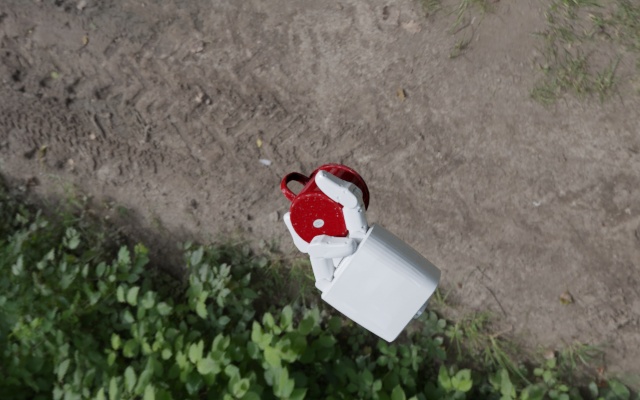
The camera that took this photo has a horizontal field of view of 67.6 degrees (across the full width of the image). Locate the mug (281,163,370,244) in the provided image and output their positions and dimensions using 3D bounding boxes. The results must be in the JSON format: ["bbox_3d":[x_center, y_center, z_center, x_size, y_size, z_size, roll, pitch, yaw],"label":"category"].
[{"bbox_3d":[-0.001,0.001,0.630,0.117,0.093,0.081,35,34,2],"label":"mug"}]
